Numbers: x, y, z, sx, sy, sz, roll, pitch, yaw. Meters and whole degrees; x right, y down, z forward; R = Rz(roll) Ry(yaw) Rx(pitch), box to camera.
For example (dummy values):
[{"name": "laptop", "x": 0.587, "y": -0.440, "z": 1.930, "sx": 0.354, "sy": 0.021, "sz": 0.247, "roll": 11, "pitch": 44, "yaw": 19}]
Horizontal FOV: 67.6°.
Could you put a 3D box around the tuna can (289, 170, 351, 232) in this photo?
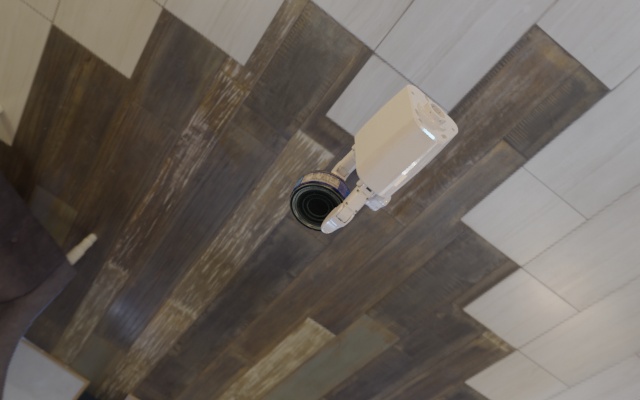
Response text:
[{"name": "tuna can", "x": 0.000, "y": 0.003, "z": 0.672, "sx": 0.086, "sy": 0.086, "sz": 0.033, "roll": 0, "pitch": 35, "yaw": 17}]
